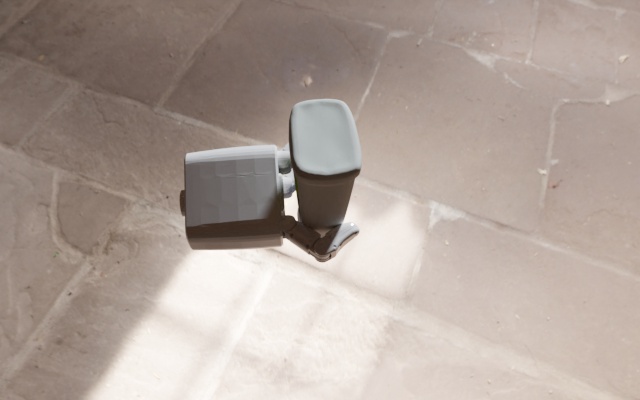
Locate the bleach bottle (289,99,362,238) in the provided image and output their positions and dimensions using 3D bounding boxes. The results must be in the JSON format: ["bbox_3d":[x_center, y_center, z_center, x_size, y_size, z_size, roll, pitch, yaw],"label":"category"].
[{"bbox_3d":[0.000,0.002,0.561,0.068,0.102,0.251,-4,-32,-4],"label":"bleach bottle"}]
